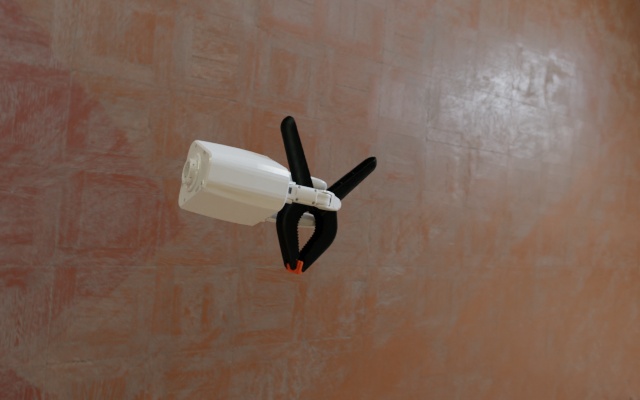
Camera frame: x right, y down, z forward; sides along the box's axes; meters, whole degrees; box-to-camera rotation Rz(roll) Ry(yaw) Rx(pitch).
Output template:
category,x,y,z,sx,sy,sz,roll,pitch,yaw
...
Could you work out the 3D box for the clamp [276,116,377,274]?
category,x,y,z,sx,sy,sz,roll,pitch,yaw
clamp,0.000,0.003,0.679,0.164,0.210,0.036,14,-6,-29
